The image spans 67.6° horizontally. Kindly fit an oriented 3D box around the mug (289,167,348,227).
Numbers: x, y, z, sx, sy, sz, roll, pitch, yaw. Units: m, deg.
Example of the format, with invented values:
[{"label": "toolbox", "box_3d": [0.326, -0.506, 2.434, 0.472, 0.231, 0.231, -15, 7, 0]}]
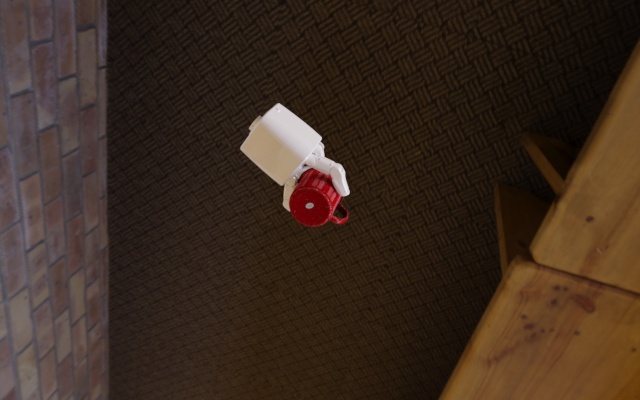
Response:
[{"label": "mug", "box_3d": [0.001, 0.004, 0.877, 0.117, 0.093, 0.081, 38, 29, -5]}]
